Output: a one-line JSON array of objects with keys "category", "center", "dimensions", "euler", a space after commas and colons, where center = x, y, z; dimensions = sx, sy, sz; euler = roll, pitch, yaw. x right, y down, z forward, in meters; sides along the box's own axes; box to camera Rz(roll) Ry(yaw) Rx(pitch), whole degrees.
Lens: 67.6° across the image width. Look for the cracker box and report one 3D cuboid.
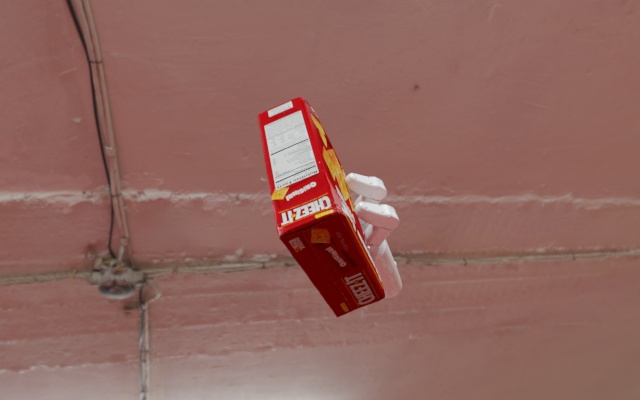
[{"category": "cracker box", "center": [0.000, 0.002, 0.568], "dimensions": [0.072, 0.213, 0.164], "euler": [-24, -46, 7]}]
